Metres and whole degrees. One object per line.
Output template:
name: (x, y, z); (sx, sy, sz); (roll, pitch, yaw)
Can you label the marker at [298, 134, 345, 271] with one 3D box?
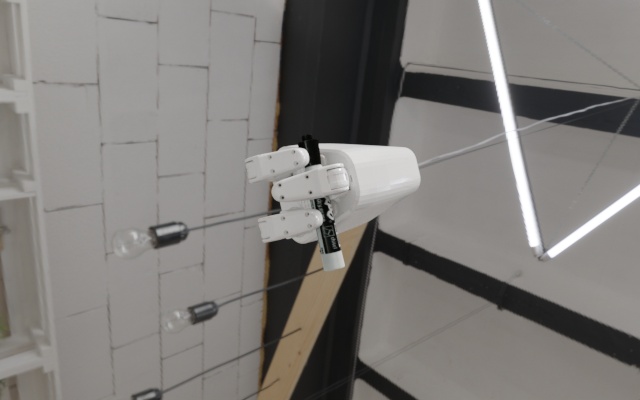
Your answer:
marker: (0.000, 0.001, 0.422); (0.020, 0.121, 0.020); (-12, -1, 0)
